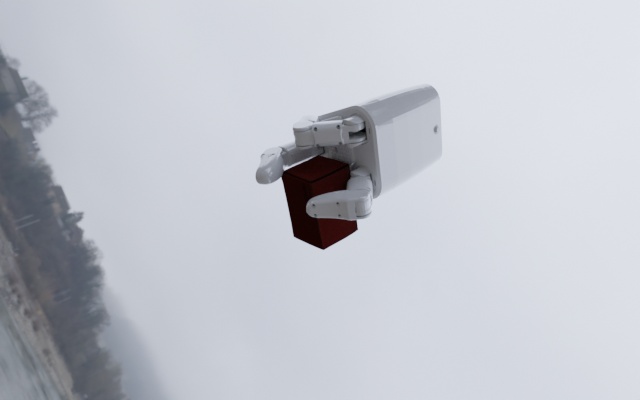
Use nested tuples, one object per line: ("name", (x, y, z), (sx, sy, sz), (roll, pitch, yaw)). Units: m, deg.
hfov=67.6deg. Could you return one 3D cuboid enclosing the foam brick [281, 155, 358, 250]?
("foam brick", (0.000, 0.002, 0.493), (0.051, 0.078, 0.053), (-27, 31, -32))
